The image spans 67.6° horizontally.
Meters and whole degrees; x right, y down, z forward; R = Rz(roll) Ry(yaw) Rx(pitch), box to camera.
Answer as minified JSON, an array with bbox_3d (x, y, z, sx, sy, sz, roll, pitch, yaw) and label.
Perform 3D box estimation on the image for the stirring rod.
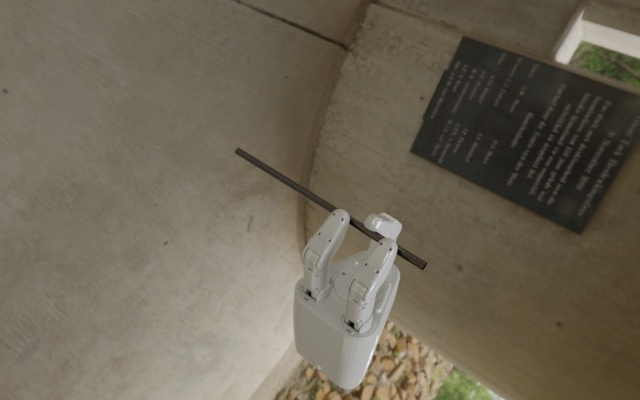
[{"bbox_3d":[0.000,0.002,0.474,0.239,0.011,0.011,32,15,27],"label":"stirring rod"}]
